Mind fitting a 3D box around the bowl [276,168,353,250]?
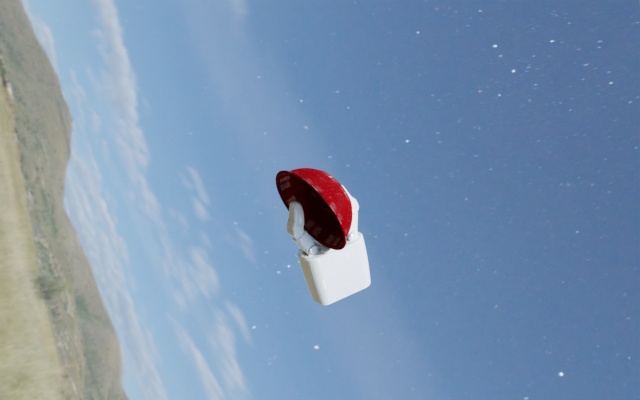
[{"bbox_3d":[0.000,0.001,0.779,0.055,0.162,0.162,-41,18,-22],"label":"bowl"}]
